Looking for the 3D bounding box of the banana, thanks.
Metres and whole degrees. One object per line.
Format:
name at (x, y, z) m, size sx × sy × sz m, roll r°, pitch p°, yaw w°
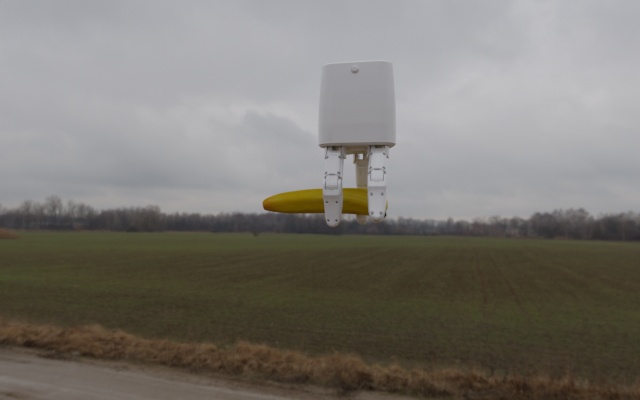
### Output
banana at (0.013, 0.001, 0.652) m, size 0.198 × 0.037 × 0.069 m, roll 1°, pitch 3°, yaw 35°
